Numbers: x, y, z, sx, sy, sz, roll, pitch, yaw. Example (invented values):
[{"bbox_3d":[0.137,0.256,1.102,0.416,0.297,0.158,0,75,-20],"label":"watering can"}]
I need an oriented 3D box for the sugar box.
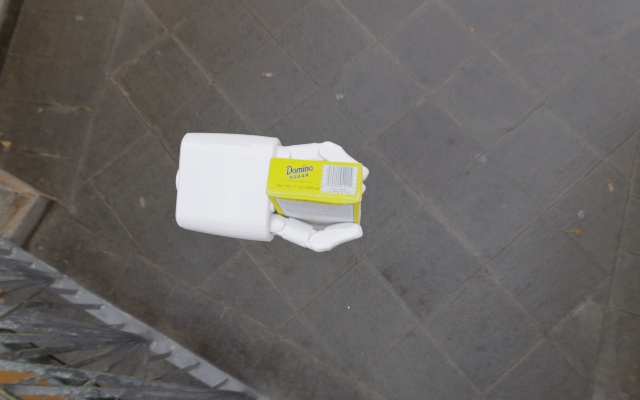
[{"bbox_3d":[0.000,0.001,0.540,0.093,0.048,0.176,5,-12,5],"label":"sugar box"}]
